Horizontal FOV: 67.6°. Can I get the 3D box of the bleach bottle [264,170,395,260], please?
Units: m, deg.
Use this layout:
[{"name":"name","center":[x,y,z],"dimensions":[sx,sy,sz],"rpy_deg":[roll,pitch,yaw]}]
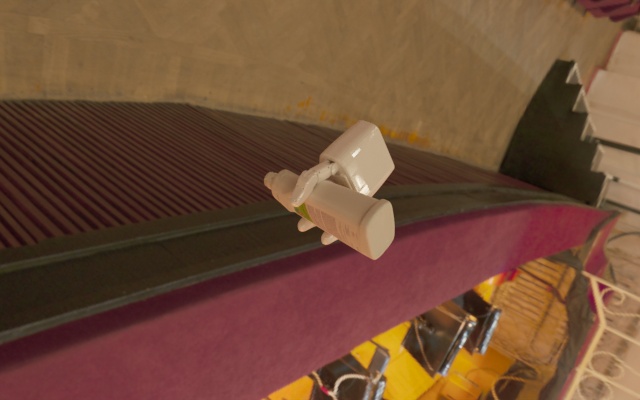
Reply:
[{"name":"bleach bottle","center":[0.000,0.003,0.786],"dimensions":[0.250,0.103,0.068],"rpy_deg":[27,59,33]}]
